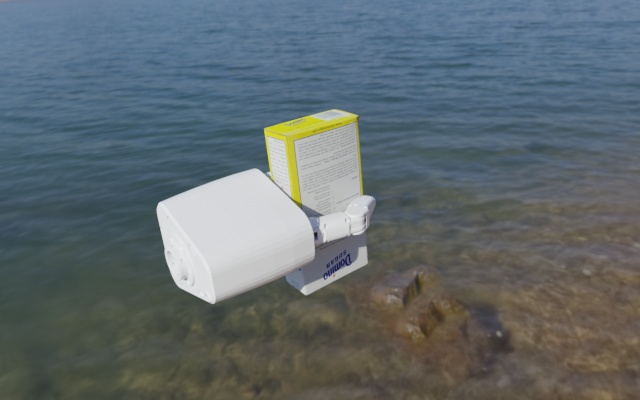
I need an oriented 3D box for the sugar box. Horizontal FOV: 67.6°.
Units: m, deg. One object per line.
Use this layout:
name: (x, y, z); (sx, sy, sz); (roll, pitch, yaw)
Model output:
sugar box: (0.000, 0.001, 0.503); (0.093, 0.176, 0.048); (-21, 30, -33)
